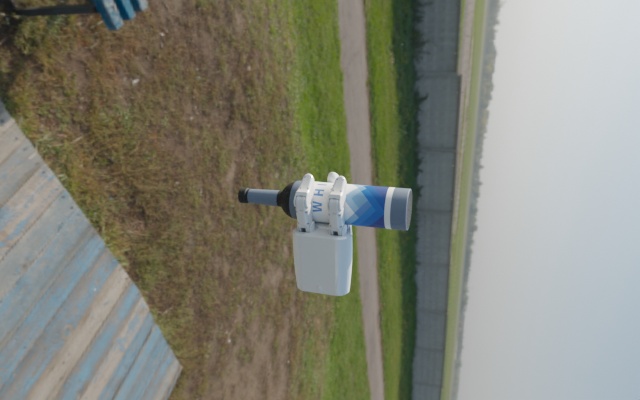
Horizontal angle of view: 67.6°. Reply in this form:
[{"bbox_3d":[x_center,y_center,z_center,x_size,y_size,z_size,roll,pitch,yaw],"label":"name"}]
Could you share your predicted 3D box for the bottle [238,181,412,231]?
[{"bbox_3d":[0.000,0.003,0.797,0.295,0.069,0.069,5,1,18],"label":"bottle"}]
